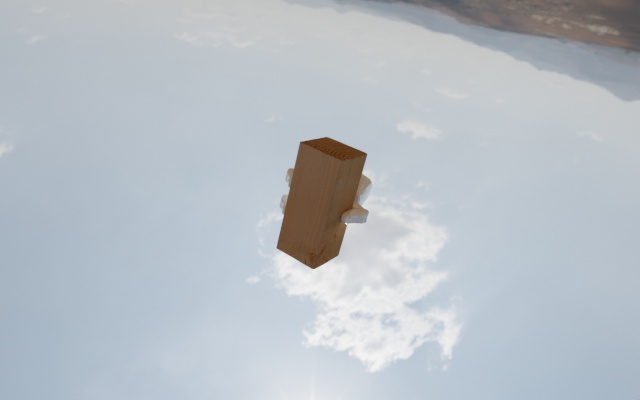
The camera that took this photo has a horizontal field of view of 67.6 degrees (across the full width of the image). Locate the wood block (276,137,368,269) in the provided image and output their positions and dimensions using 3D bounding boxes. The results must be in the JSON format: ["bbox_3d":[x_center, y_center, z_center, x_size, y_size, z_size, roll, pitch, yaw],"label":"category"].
[{"bbox_3d":[0.001,0.003,0.846,0.091,0.206,0.090,26,25,27],"label":"wood block"}]
